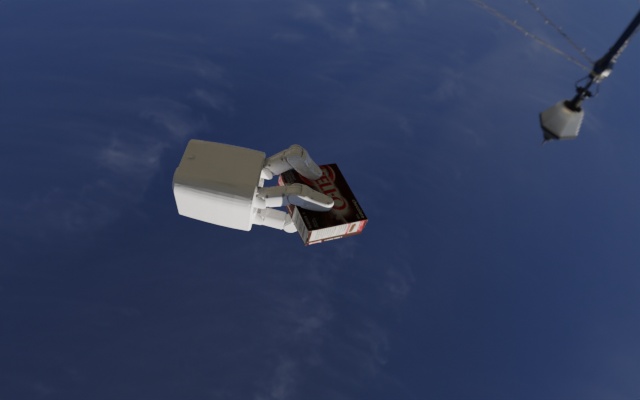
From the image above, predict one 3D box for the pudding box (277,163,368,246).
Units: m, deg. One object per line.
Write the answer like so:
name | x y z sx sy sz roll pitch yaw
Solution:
pudding box | 0.000 0.002 0.663 0.090 0.113 0.039 -11 -35 -24
